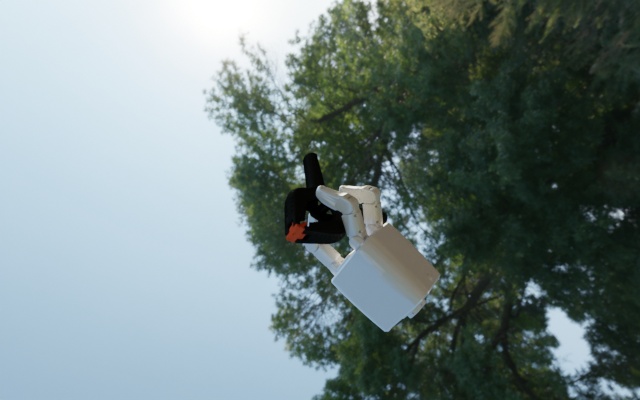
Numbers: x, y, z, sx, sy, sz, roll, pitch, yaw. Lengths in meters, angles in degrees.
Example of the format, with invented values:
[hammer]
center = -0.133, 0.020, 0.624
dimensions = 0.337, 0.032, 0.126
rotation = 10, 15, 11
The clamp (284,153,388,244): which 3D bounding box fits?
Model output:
[clamp]
center = 0.000, 0.003, 0.680
dimensions = 0.164, 0.036, 0.210
rotation = 43, 29, 12
